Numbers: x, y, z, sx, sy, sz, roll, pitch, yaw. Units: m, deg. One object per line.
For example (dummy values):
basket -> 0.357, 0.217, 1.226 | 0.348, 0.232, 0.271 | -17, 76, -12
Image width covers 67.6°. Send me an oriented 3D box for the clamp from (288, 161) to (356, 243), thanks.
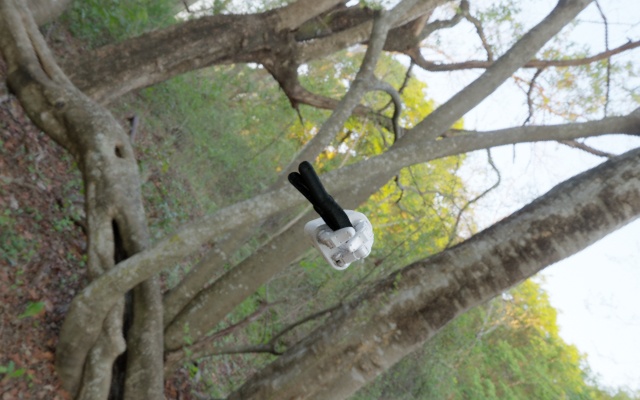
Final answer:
clamp -> 0.001, 0.003, 0.876 | 0.039, 0.171, 0.120 | -36, 11, -10
